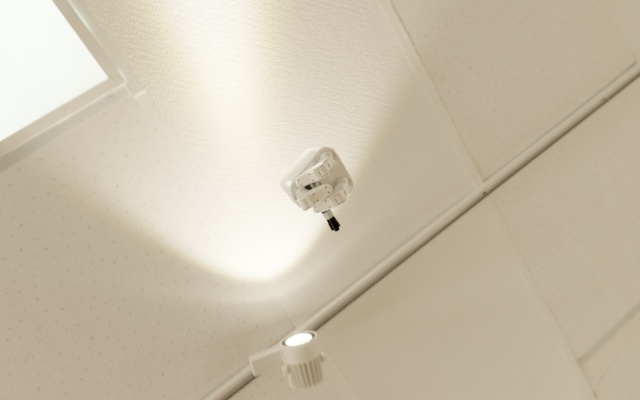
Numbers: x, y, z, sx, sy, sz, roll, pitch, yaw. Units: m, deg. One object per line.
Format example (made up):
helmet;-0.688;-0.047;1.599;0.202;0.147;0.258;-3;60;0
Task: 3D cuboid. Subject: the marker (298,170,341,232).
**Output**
marker;0.000;0.003;0.825;0.020;0.121;0.020;-29;16;9
